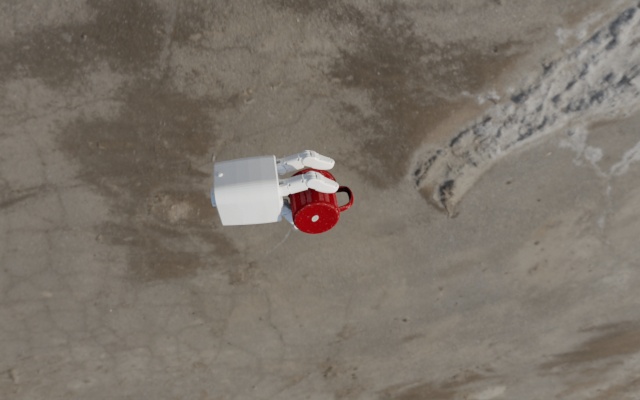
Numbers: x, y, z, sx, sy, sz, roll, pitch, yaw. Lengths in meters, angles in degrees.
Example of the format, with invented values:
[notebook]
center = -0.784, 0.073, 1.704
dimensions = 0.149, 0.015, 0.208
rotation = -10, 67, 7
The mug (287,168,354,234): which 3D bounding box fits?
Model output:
[mug]
center = 0.002, 0.003, 0.836
dimensions = 0.117, 0.081, 0.093
rotation = -7, -44, -4
